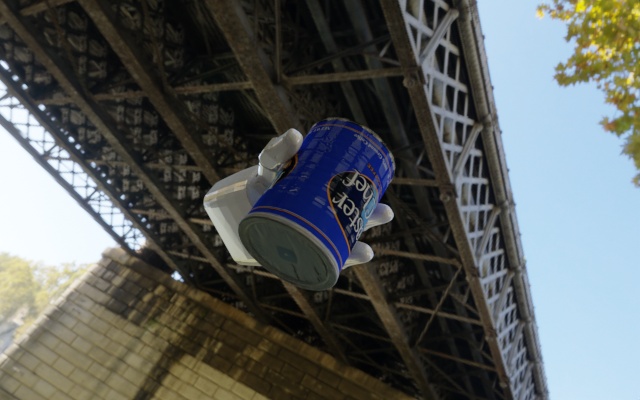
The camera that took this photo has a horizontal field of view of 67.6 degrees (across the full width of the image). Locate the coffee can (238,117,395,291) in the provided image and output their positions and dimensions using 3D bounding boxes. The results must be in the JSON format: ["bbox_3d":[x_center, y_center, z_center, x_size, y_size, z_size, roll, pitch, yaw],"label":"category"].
[{"bbox_3d":[0.000,0.002,0.470,0.103,0.140,0.103,22,-35,16],"label":"coffee can"}]
